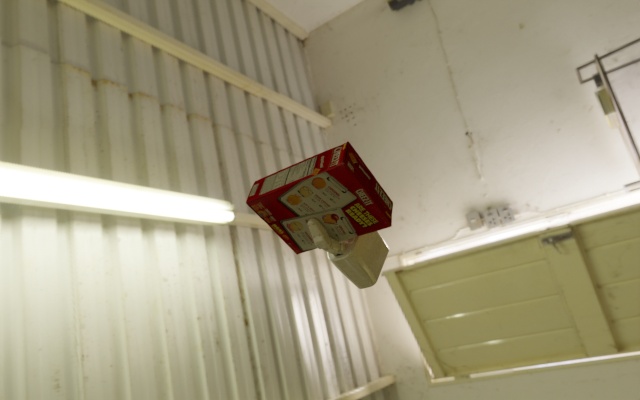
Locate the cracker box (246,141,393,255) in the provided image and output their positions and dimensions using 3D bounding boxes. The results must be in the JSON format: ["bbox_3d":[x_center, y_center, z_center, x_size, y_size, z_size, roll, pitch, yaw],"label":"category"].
[{"bbox_3d":[0.000,0.003,0.872,0.214,0.072,0.164,-20,-53,29],"label":"cracker box"}]
